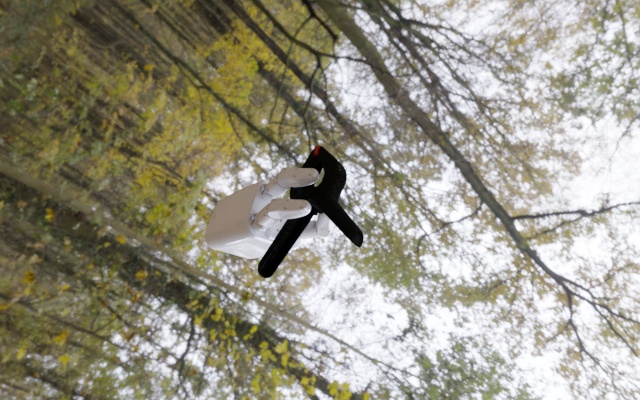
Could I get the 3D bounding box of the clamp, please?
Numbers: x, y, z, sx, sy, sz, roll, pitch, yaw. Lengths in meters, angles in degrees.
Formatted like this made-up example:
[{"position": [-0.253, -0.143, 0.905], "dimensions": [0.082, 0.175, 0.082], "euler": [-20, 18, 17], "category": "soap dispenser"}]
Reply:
[{"position": [0.001, 0.002, 0.658], "dimensions": [0.164, 0.209, 0.036], "euler": [-16, -45, 36], "category": "clamp"}]
